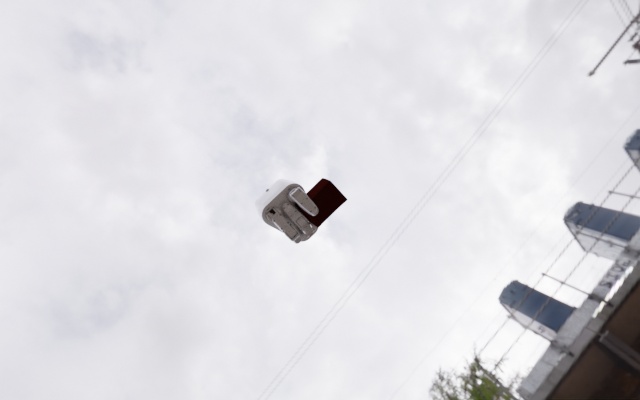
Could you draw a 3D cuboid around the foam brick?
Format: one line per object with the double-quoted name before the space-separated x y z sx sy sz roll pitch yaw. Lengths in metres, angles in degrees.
"foam brick" 0.000 0.003 0.897 0.078 0.053 0.051 -43 18 -6
